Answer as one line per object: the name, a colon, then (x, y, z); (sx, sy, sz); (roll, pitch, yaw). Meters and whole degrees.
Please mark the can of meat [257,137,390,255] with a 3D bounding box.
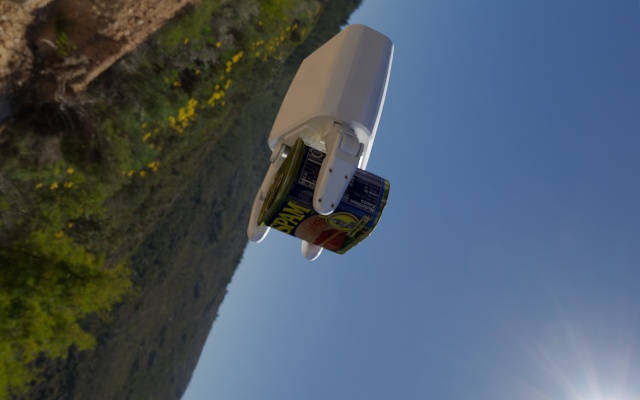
can of meat: (0.000, 0.001, 0.412); (0.084, 0.057, 0.102); (22, -26, -11)
